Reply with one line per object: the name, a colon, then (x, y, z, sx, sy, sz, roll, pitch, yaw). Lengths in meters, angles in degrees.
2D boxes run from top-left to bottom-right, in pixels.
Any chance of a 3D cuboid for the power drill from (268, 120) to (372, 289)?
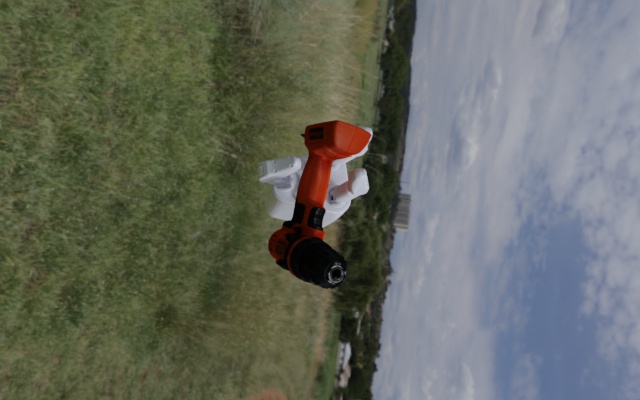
power drill: (0.000, 0.001, 0.569, 0.057, 0.187, 0.184, 19, -3, -25)
